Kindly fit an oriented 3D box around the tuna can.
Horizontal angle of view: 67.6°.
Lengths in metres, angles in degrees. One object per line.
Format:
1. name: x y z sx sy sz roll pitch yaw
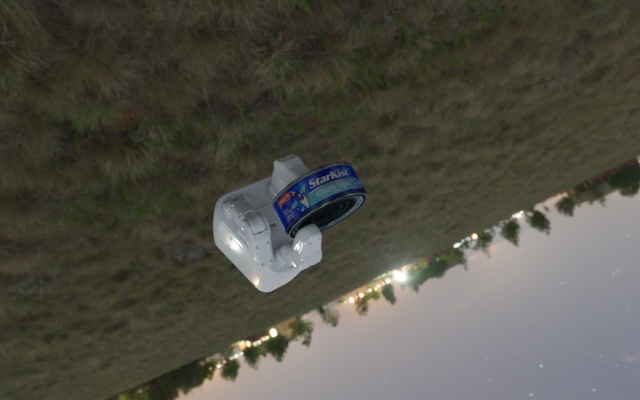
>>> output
1. tuna can: 0.000 0.002 0.449 0.086 0.033 0.086 -25 -17 -8
